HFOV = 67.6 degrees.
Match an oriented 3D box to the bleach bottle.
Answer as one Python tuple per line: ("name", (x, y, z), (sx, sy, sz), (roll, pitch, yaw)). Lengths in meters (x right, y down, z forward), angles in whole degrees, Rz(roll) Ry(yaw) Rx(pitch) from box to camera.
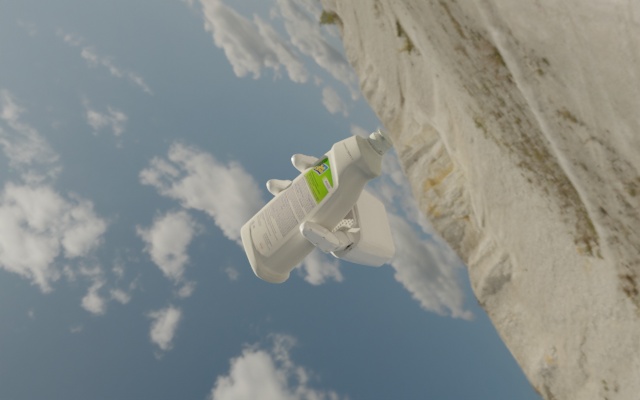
("bleach bottle", (0.000, 0.002, 0.655), (0.251, 0.102, 0.068), (-41, -36, 20))
